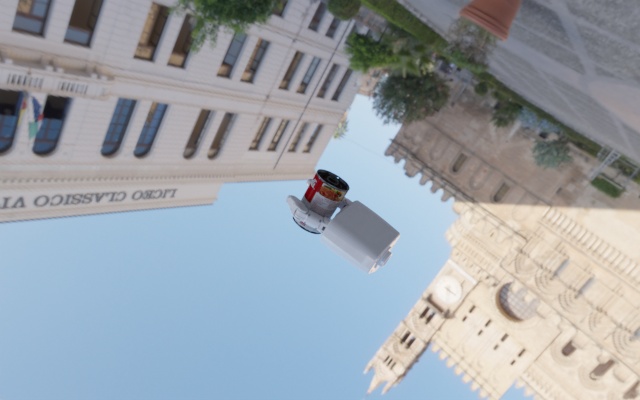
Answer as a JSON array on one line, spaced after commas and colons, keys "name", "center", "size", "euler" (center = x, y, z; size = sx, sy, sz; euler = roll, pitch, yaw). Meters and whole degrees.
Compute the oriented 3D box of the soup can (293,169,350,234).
[{"name": "soup can", "center": [0.000, 0.003, 0.879], "size": [0.068, 0.102, 0.068], "euler": [26, 22, -11]}]
